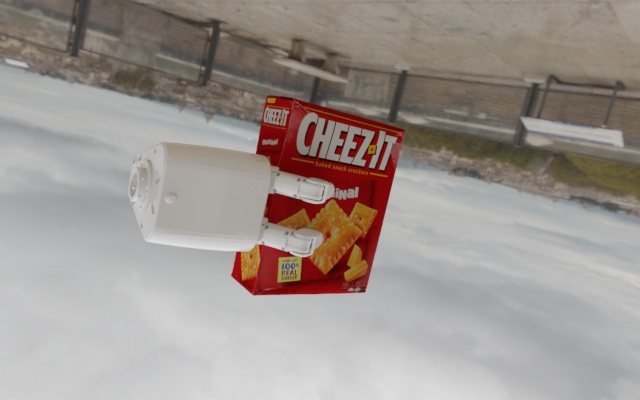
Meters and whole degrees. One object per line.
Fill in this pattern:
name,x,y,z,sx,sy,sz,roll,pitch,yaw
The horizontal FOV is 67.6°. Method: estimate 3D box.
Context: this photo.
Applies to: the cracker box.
cracker box,0.000,0.002,0.562,0.164,0.214,0.072,8,9,-35
